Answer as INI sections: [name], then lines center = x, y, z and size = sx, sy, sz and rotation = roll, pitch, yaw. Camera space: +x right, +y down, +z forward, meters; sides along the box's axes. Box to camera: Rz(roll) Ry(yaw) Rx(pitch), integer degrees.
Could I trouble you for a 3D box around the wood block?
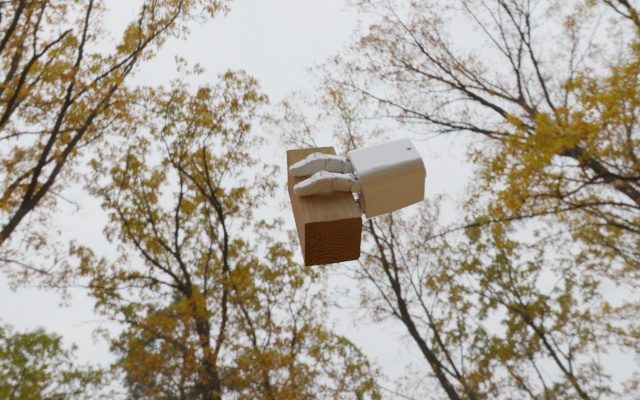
[wood block]
center = 0.000, 0.003, 0.798
size = 0.090, 0.091, 0.206
rotation = -6, 37, -8
